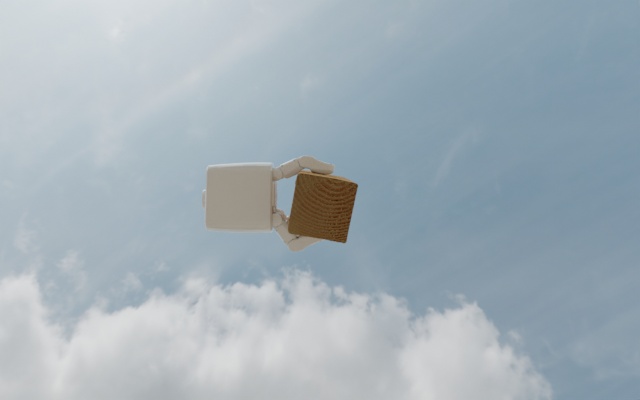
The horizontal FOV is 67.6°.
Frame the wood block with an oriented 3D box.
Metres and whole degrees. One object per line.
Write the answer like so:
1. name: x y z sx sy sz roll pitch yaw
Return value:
1. wood block: 0.000 0.002 0.783 0.090 0.091 0.206 10 5 -3
